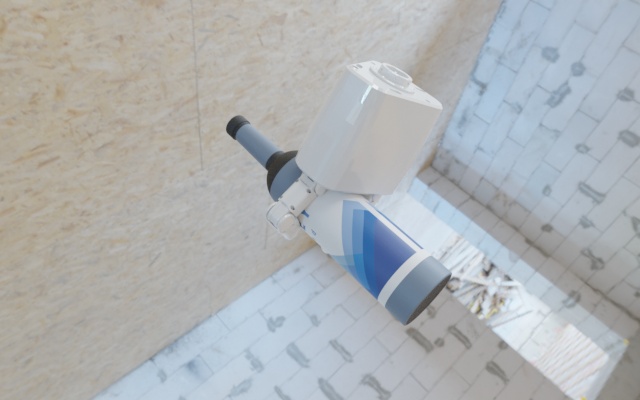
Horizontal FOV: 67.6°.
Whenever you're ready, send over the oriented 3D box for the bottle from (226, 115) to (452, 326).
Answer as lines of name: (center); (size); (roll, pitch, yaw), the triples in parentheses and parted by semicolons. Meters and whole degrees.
bottle: (0.000, 0.002, 0.500); (0.295, 0.069, 0.069); (42, 20, 23)
